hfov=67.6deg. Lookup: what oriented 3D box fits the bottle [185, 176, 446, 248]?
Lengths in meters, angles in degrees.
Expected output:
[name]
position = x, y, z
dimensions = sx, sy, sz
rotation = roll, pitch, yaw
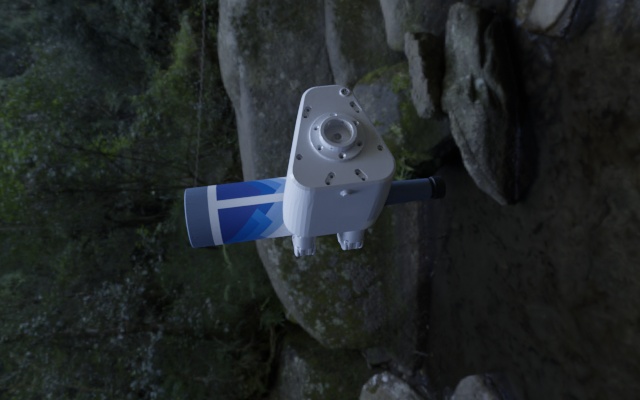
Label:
[bottle]
position = 0.000, 0.002, 0.549
dimensions = 0.296, 0.069, 0.069
rotation = -7, 1, -8
